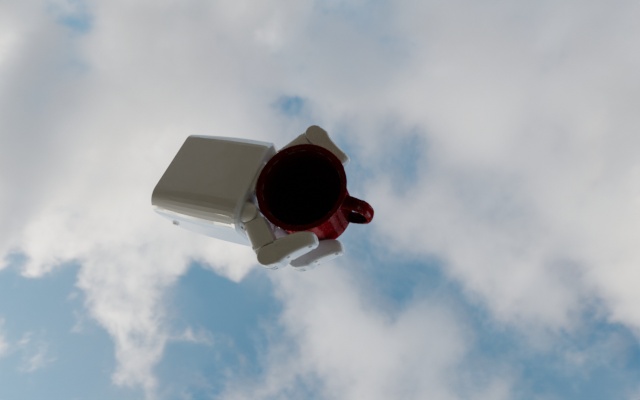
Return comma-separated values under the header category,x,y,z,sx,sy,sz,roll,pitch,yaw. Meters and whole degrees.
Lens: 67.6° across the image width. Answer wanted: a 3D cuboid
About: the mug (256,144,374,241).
category,x,y,z,sx,sy,sz,roll,pitch,yaw
mug,0.002,0.002,0.504,0.117,0.093,0.081,11,-17,17
